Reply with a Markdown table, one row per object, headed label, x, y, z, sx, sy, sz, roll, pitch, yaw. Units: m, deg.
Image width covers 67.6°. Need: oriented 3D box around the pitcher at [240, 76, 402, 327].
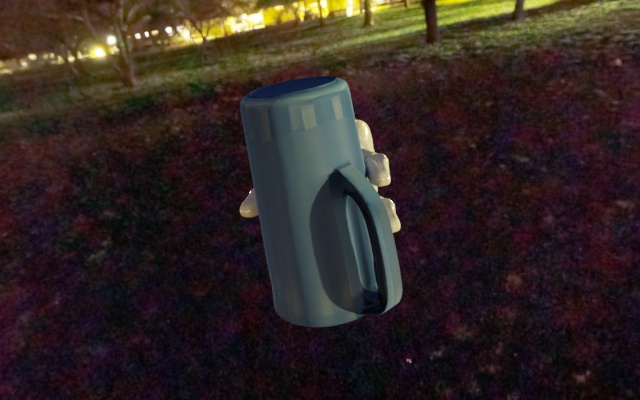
| label | x | y | z | sx | sy | sz | roll | pitch | yaw |
| --- | --- | --- | --- | --- | --- | --- | --- | --- | --- |
| pitcher | 0.000 | 0.002 | 0.499 | 0.149 | 0.243 | 0.145 | -6 | 22 | 10 |
